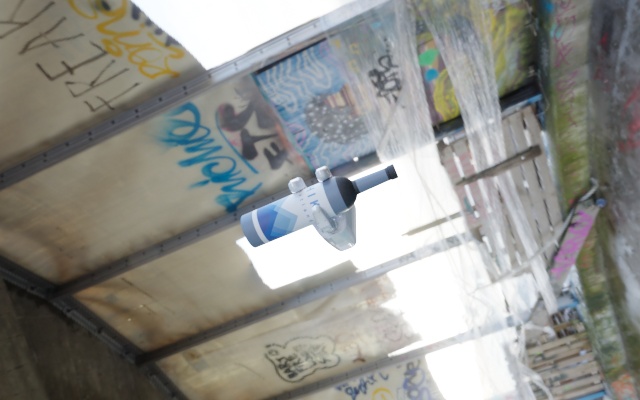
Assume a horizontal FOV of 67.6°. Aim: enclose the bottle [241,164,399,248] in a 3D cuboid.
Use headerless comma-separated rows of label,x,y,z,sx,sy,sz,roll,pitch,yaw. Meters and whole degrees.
bottle,0.000,0.003,0.872,0.296,0.069,0.069,-23,-4,9
